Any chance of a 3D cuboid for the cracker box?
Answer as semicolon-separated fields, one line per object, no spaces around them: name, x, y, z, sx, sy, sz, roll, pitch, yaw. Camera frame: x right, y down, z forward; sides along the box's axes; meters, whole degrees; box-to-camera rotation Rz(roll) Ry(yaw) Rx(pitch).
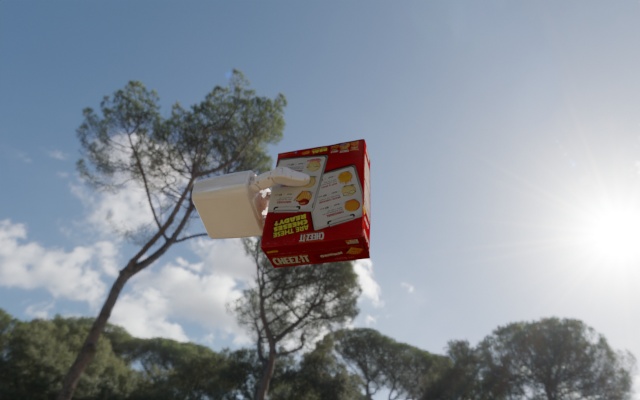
cracker box;0.000;0.002;0.802;0.164;0.213;0.072;-8;-42;15
